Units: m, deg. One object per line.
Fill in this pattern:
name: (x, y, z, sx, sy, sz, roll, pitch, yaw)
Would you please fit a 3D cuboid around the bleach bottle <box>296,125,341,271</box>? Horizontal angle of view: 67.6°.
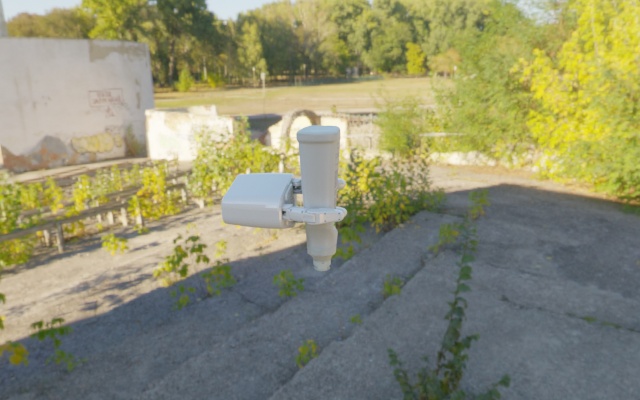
bleach bottle: (0.000, 0.003, 0.813, 0.068, 0.251, 0.102, 2, 16, 9)
